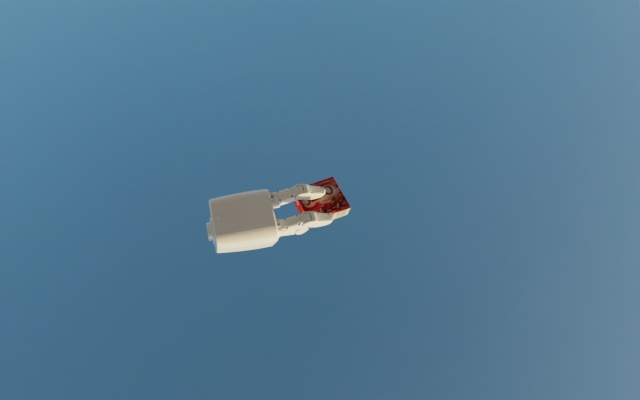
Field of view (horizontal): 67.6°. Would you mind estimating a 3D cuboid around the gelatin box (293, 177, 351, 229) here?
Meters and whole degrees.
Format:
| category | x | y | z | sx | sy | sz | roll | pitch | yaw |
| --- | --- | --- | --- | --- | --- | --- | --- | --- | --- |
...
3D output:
| category | x | y | z | sx | sy | sz | roll | pitch | yaw |
| --- | --- | --- | --- | --- | --- | --- | --- | --- | --- |
| gelatin box | 0.000 | 0.003 | 0.881 | 0.089 | 0.073 | 0.030 | -19 | -24 | -24 |
